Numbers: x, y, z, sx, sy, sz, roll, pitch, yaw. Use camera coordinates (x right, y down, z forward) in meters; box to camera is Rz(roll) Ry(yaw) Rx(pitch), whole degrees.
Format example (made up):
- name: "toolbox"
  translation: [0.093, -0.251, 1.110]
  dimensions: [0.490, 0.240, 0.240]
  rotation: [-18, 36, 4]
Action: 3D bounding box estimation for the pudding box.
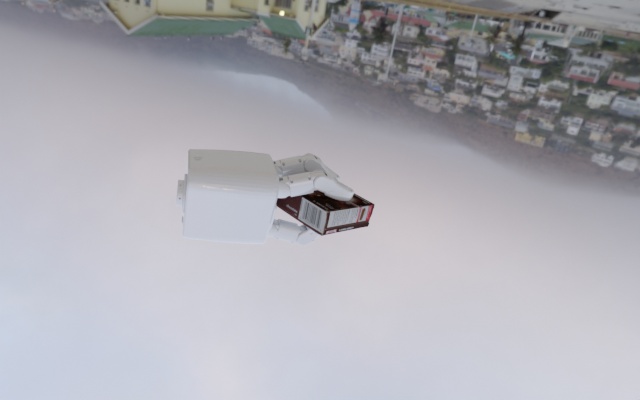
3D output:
- name: "pudding box"
  translation: [0.000, 0.002, 0.636]
  dimensions: [0.090, 0.039, 0.113]
  rotation: [-9, 32, -43]
